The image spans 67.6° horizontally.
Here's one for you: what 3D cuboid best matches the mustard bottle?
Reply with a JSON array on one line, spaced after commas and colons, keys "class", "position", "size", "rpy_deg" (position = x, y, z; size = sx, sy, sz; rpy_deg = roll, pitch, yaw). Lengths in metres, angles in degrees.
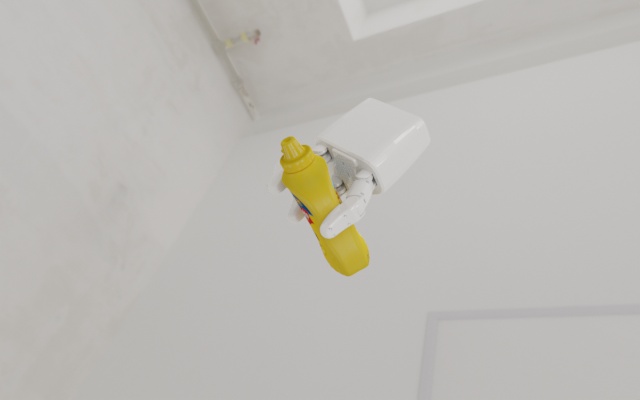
[{"class": "mustard bottle", "position": [0.000, 0.002, 0.598], "size": [0.058, 0.192, 0.096], "rpy_deg": [-28, 33, -2]}]
